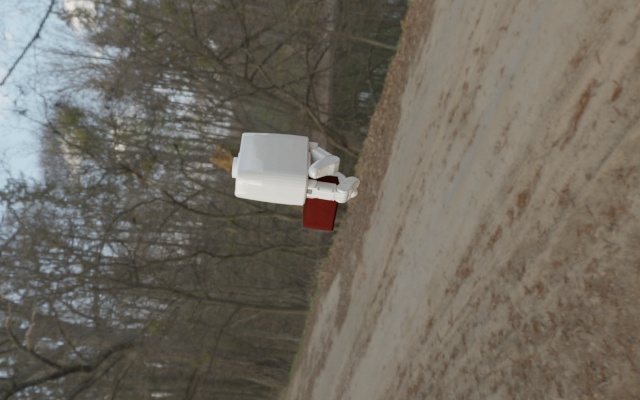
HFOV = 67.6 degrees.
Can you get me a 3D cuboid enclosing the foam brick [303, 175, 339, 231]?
[{"bbox_3d":[0.000,0.003,0.785,0.051,0.078,0.053,5,35,-7],"label":"foam brick"}]
